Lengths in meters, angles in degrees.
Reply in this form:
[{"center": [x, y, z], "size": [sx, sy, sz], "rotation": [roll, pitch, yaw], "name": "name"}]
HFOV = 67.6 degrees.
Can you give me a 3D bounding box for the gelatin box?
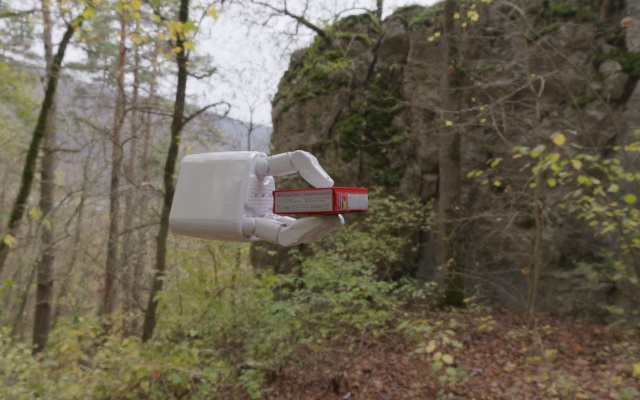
[{"center": [0.000, 0.001, 0.554], "size": [0.089, 0.030, 0.073], "rotation": [-4, -3, 35], "name": "gelatin box"}]
